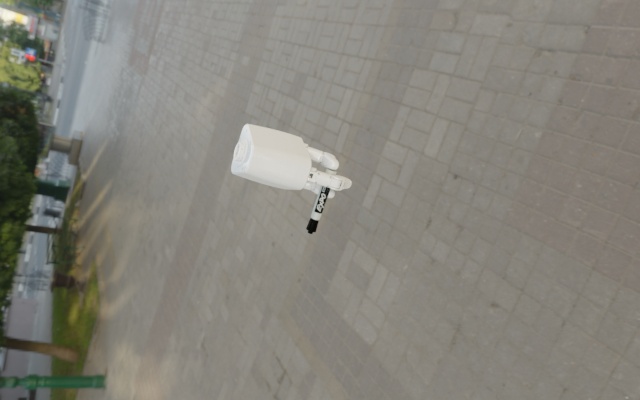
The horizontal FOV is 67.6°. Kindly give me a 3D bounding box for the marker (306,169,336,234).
[{"bbox_3d":[0.000,0.003,0.848,0.020,0.121,0.020,18,11,-4],"label":"marker"}]
